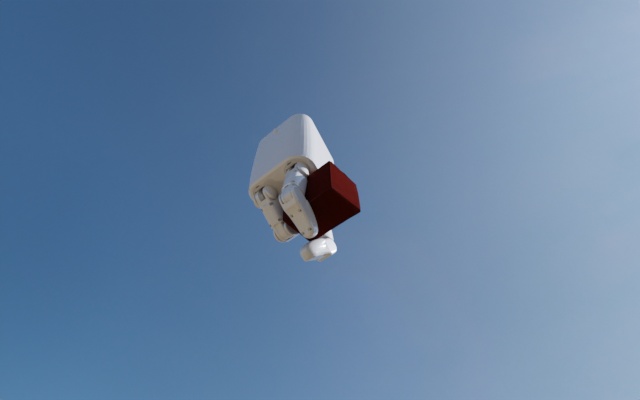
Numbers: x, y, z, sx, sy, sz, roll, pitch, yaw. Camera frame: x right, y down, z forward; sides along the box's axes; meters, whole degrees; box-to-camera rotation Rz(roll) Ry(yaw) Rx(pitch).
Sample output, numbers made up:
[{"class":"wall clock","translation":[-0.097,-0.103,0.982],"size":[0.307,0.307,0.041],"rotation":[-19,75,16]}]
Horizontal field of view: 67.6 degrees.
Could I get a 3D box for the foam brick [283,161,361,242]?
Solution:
[{"class":"foam brick","translation":[0.000,0.002,0.564],"size":[0.078,0.051,0.053],"rotation":[-34,-56,26]}]
